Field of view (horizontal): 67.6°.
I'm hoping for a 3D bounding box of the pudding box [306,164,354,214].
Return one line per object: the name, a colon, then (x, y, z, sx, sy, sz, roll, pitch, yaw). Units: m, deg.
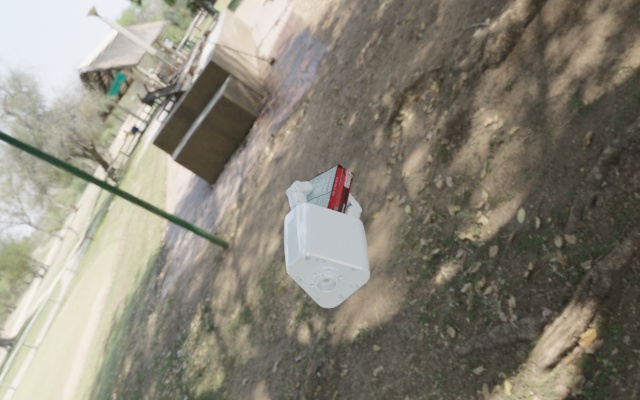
pudding box: (0.000, 0.002, 0.768, 0.039, 0.090, 0.113, 32, -34, -26)
